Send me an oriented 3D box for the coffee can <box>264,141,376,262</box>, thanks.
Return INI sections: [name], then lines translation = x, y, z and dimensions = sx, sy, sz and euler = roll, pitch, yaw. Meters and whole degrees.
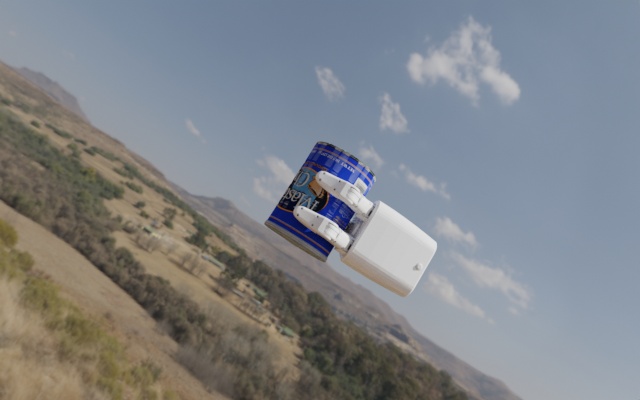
[coffee can]
translation = 0.000, 0.002, 0.683
dimensions = 0.103, 0.140, 0.103
euler = 31, -9, 5
